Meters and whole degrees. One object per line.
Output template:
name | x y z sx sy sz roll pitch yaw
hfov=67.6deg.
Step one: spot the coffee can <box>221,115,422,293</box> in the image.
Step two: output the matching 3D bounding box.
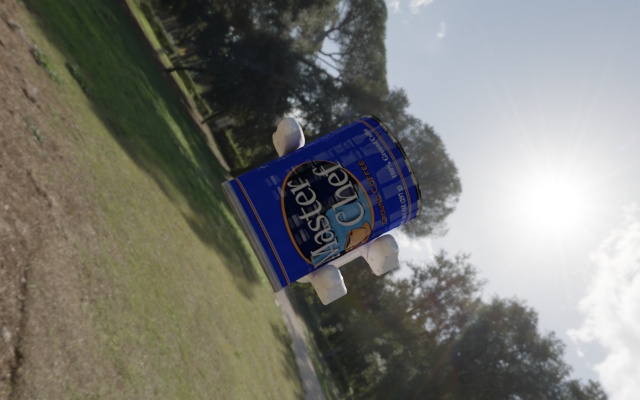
coffee can | 0.000 0.001 0.413 0.140 0.103 0.103 -27 5 -10
